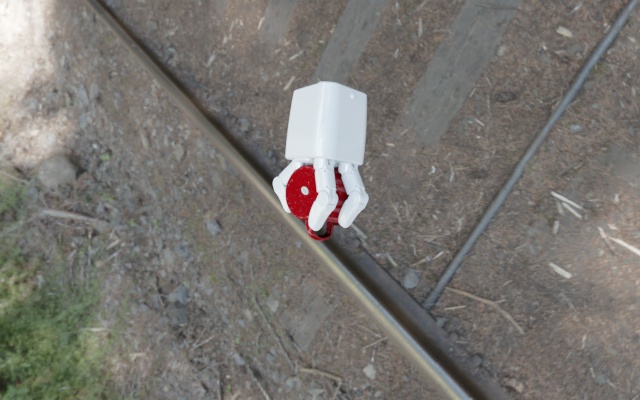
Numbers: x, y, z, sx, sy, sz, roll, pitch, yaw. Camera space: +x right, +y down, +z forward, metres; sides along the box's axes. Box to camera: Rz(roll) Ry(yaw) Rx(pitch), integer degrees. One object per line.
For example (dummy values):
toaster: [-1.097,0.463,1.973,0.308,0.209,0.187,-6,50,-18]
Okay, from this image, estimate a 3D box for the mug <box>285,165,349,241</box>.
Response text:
mug: [0.000,0.004,0.724,0.093,0.117,0.081,5,-1,42]
